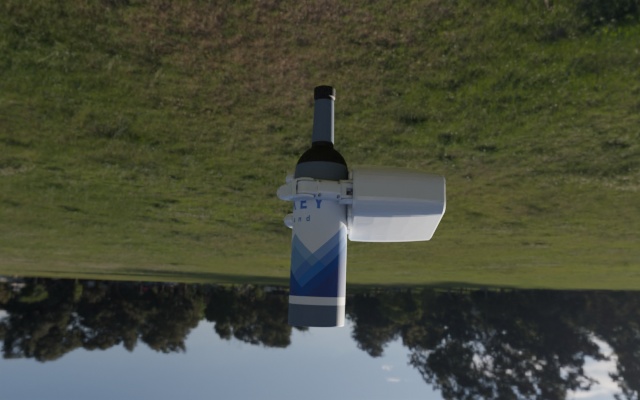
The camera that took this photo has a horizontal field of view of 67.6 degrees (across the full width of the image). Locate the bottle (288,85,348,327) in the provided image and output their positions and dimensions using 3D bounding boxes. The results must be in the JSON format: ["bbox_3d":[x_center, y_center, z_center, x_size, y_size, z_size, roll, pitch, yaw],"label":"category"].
[{"bbox_3d":[0.000,0.002,0.588,0.069,0.295,0.069,2,-10,0],"label":"bottle"}]
